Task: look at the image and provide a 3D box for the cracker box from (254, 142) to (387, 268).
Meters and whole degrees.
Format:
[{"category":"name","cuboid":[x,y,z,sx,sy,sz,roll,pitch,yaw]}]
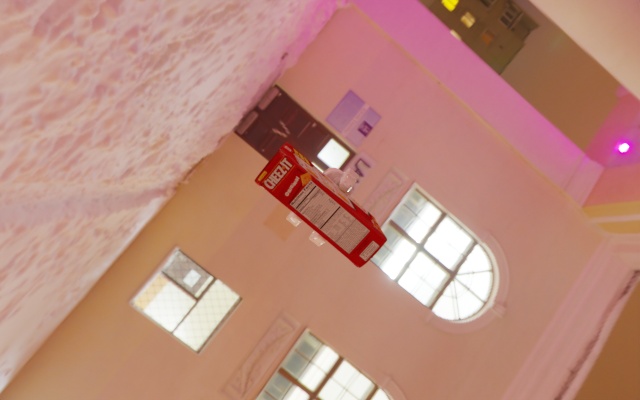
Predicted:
[{"category":"cracker box","cuboid":[0.000,0.003,0.785,0.214,0.072,0.164,40,7,-7]}]
